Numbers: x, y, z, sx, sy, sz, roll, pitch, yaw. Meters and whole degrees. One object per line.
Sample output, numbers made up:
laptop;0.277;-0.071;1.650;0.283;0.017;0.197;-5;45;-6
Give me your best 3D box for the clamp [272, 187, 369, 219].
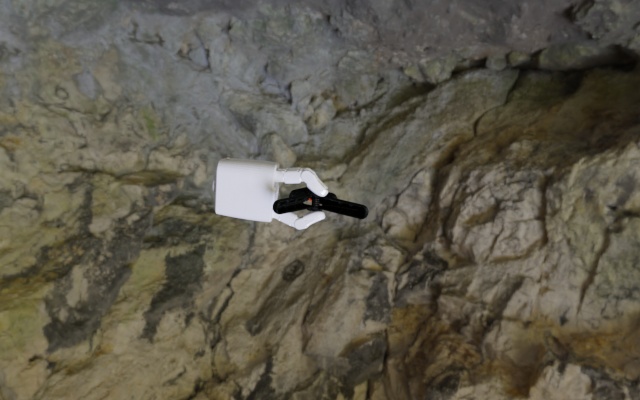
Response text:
clamp;0.000;0.004;0.899;0.164;0.036;0.210;6;9;-1
